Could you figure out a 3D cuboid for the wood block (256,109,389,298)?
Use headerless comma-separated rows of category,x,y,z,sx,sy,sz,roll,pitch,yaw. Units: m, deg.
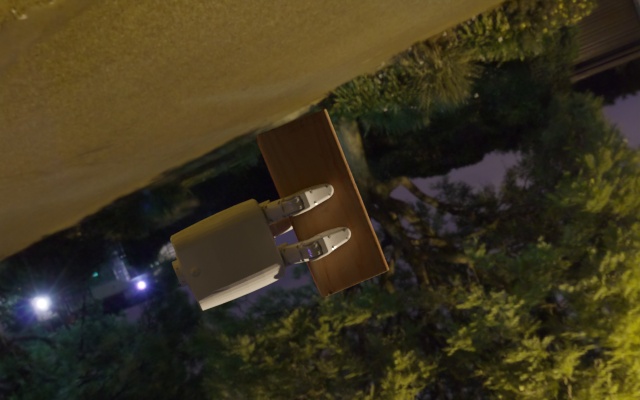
wood block,0.000,0.002,0.603,0.090,0.206,0.091,-22,5,-5
